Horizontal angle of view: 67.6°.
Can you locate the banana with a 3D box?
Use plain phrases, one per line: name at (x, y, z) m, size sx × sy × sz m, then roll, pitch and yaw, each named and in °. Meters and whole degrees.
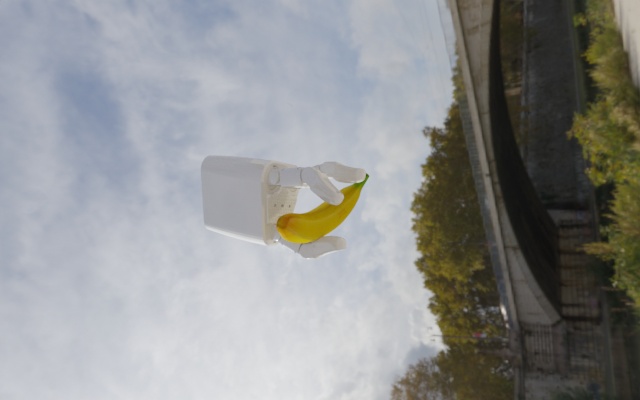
banana at (-0.001, 0.017, 0.609) m, size 0.037 × 0.070 × 0.197 m, roll 24°, pitch 31°, yaw 23°
